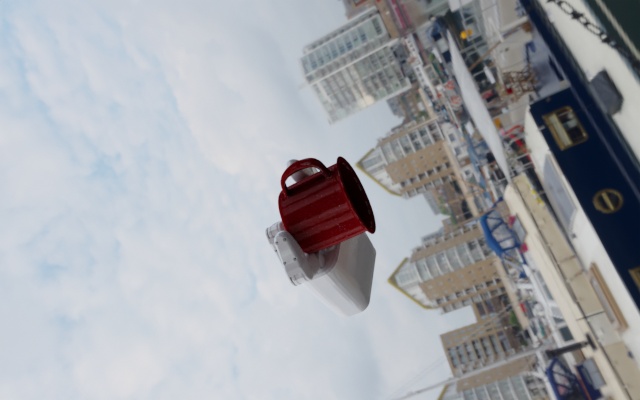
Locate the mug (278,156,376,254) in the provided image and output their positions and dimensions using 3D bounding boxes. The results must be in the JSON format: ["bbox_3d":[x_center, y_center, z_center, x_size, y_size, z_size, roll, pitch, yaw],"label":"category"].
[{"bbox_3d":[-0.001,0.001,0.527,0.081,0.093,0.117,-24,-50,17],"label":"mug"}]
